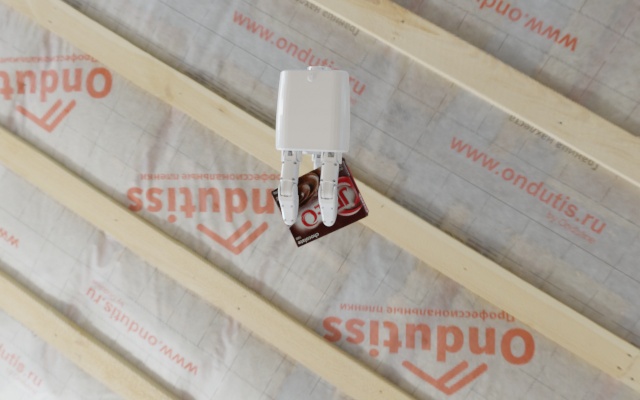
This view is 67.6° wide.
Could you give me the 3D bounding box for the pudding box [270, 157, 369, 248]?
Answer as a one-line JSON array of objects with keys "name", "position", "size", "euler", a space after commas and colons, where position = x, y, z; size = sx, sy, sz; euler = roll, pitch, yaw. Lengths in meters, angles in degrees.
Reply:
[{"name": "pudding box", "position": [0.000, 0.002, 0.674], "size": [0.113, 0.090, 0.039], "euler": [-25, 3, 14]}]
